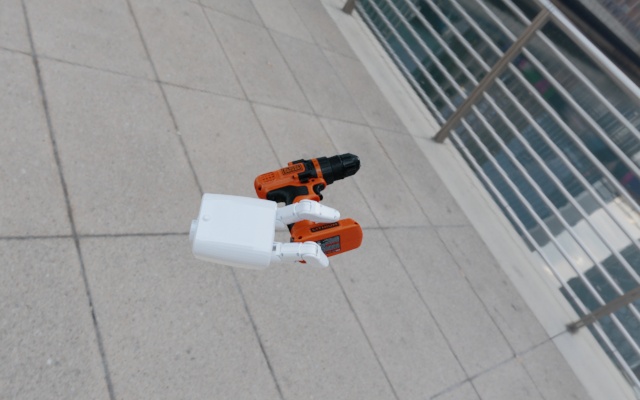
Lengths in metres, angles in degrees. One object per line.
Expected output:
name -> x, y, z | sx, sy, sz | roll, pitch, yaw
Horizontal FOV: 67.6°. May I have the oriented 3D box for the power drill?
power drill -> 0.000, 0.003, 0.755 | 0.184, 0.057, 0.187 | -17, 43, -8
